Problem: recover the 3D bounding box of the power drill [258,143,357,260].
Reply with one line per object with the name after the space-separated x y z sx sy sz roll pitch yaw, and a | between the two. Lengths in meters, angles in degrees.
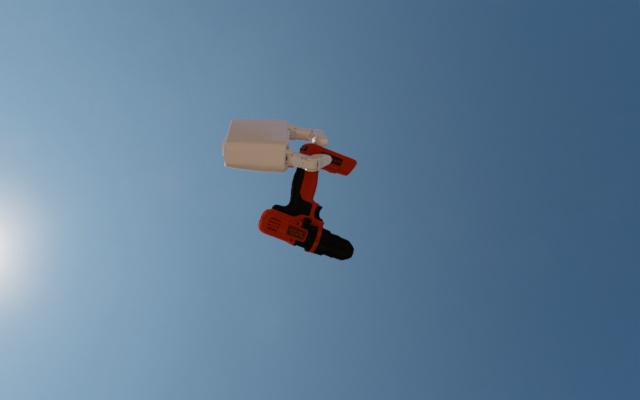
0.000 0.002 0.873 0.184 0.187 0.057 21 -3 -13 | power drill
